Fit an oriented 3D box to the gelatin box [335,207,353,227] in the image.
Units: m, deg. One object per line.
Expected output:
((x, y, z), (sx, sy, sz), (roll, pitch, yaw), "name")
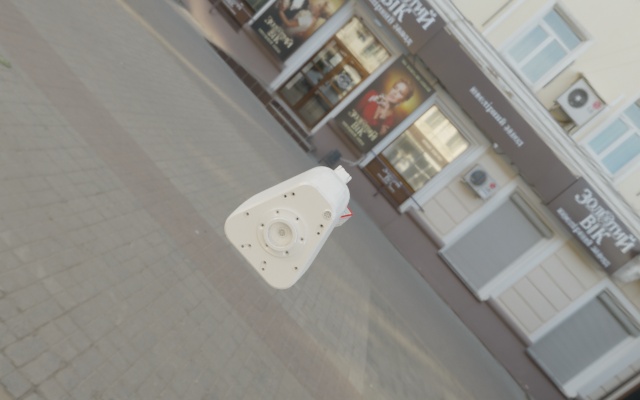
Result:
((0.001, 0.002, 0.642), (0.030, 0.073, 0.089), (-42, -11, 17), "gelatin box")
